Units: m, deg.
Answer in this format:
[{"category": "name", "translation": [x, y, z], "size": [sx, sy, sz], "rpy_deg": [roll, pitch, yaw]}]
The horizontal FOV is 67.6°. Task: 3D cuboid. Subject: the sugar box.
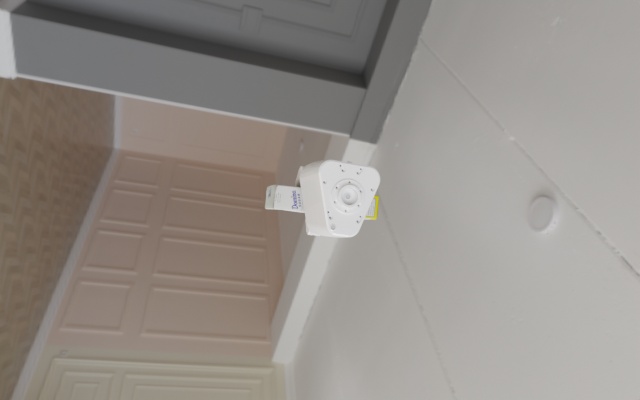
[{"category": "sugar box", "translation": [0.000, 0.002, 0.810], "size": [0.176, 0.048, 0.093], "rpy_deg": [8, -3, -15]}]
